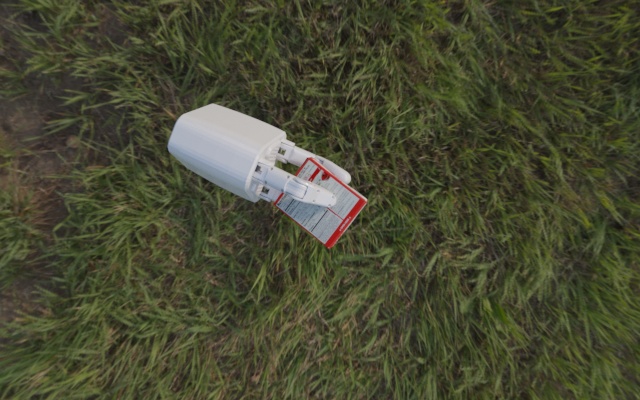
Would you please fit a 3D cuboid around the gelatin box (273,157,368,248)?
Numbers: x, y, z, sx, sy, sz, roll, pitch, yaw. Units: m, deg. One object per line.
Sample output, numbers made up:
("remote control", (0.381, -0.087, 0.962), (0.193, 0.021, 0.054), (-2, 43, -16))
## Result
("gelatin box", (0.000, 0.002, 0.575), (0.089, 0.073, 0.030), (38, 8, 7))
